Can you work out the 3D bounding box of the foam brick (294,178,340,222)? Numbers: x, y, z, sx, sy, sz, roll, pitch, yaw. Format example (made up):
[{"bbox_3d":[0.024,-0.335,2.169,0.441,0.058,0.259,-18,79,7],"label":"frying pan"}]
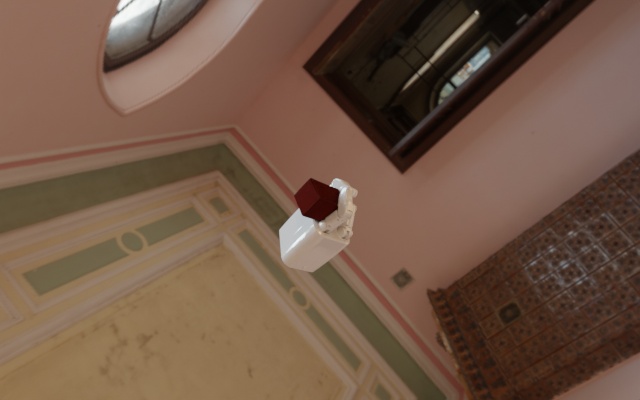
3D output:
[{"bbox_3d":[0.000,0.003,0.878,0.078,0.053,0.051,21,-55,-44],"label":"foam brick"}]
